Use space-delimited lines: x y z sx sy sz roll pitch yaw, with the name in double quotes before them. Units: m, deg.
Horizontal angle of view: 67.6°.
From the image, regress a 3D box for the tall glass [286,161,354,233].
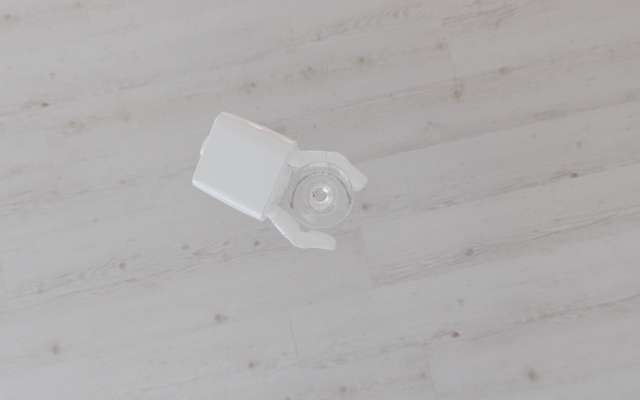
"tall glass" 0.000 0.002 0.621 0.079 0.079 0.201 0 -5 1
